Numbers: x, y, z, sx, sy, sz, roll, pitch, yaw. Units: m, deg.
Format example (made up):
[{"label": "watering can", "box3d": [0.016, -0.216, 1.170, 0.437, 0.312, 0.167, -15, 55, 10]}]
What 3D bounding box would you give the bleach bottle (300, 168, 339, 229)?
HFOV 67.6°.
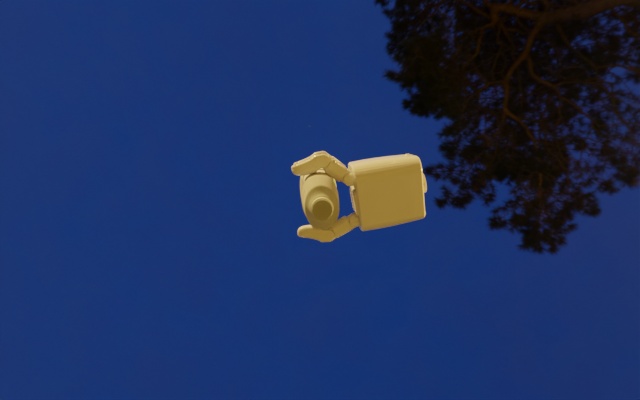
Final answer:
[{"label": "bleach bottle", "box3d": [0.000, 0.002, 0.771, 0.068, 0.102, 0.251, -8, 9, 0]}]
